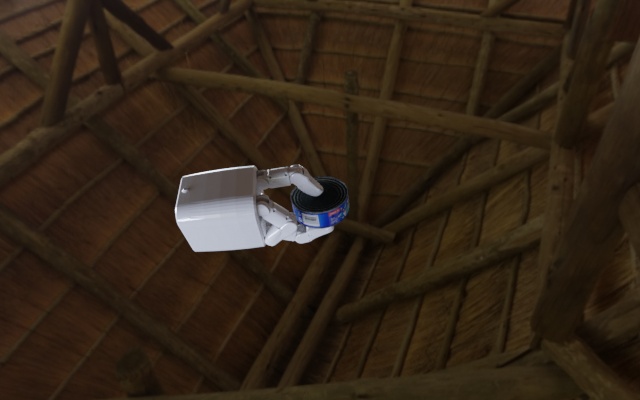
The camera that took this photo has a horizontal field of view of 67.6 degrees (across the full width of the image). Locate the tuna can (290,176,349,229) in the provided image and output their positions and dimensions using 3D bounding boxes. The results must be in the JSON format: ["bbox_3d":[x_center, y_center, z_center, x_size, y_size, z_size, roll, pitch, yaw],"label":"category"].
[{"bbox_3d":[0.000,0.003,0.710,0.086,0.034,0.086,-5,39,4],"label":"tuna can"}]
